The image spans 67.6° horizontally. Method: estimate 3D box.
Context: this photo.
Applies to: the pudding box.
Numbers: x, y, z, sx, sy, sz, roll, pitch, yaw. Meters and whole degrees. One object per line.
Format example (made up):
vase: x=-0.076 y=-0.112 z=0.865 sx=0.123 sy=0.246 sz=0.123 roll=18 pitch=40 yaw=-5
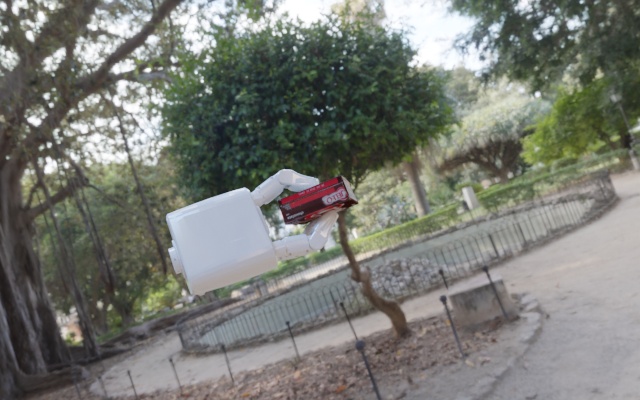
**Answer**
pudding box: x=0.000 y=0.002 z=0.645 sx=0.090 sy=0.039 sz=0.113 roll=-20 pitch=-4 yaw=8
